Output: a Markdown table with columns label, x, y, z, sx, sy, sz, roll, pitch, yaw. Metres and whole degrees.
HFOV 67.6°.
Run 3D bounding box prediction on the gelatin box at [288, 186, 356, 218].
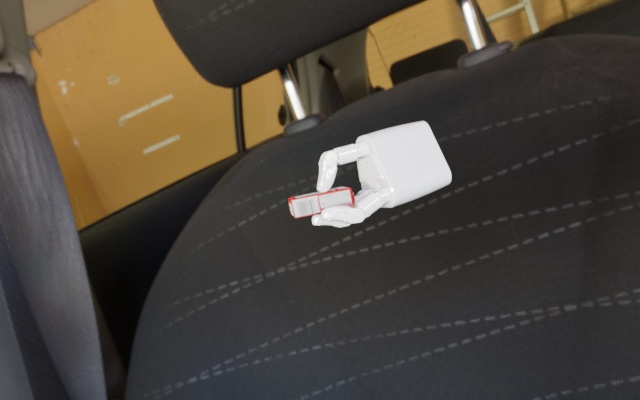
| label | x | y | z | sx | sy | sz | roll | pitch | yaw |
| --- | --- | --- | --- | --- | --- | --- | --- | --- | --- |
| gelatin box | 0.000 | 0.002 | 0.698 | 0.089 | 0.030 | 0.073 | -12 | 4 | -7 |
